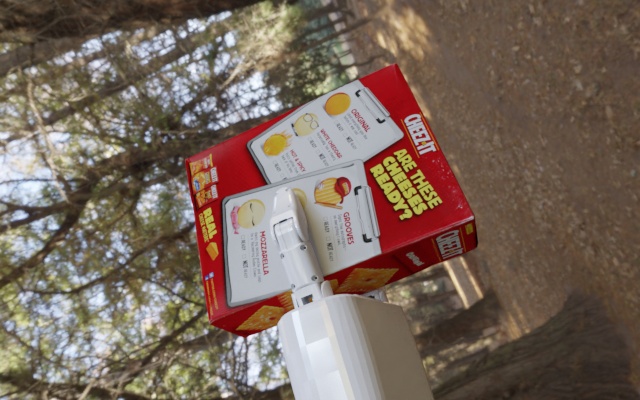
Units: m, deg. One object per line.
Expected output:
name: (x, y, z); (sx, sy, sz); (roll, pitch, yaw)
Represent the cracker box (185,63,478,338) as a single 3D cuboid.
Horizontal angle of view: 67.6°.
cracker box: (0.000, 0.001, 0.412); (0.214, 0.164, 0.072); (-23, -31, 9)
